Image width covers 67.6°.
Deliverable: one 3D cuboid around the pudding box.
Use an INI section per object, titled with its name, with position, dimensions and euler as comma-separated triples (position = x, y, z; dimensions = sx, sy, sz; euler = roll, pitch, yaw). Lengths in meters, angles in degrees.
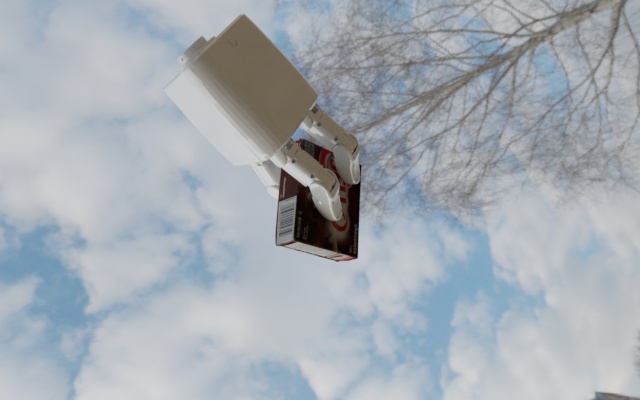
[pudding box]
position = 0.000, 0.002, 0.510
dimensions = 0.090, 0.113, 0.039
euler = 19, -23, -37
